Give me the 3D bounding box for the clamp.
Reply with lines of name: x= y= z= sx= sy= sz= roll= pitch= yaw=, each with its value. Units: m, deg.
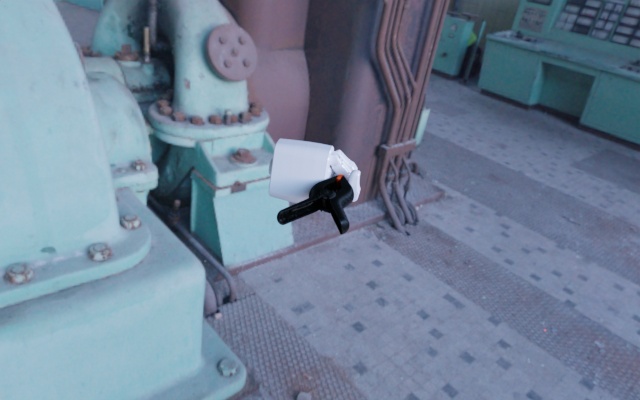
clamp: x=0.000 y=0.002 z=0.814 sx=0.120 sy=0.039 sz=0.171 roll=9 pitch=28 yaw=8
